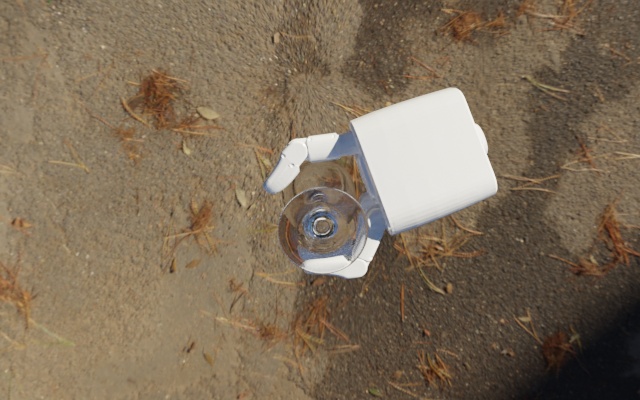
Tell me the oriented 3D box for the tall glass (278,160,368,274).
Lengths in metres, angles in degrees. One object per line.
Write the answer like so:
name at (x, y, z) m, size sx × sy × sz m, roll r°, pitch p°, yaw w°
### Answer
tall glass at (0.000, 0.002, 0.484) m, size 0.079 × 0.079 × 0.201 m, roll 0°, pitch 14°, yaw -2°
